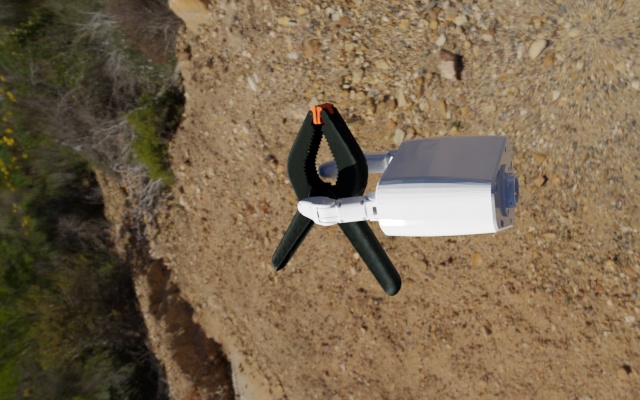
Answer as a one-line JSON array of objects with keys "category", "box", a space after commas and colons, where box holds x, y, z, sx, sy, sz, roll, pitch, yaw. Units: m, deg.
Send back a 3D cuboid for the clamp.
[{"category": "clamp", "box": [0.000, 0.001, 0.526, 0.164, 0.210, 0.036, -1, 16, 31]}]
